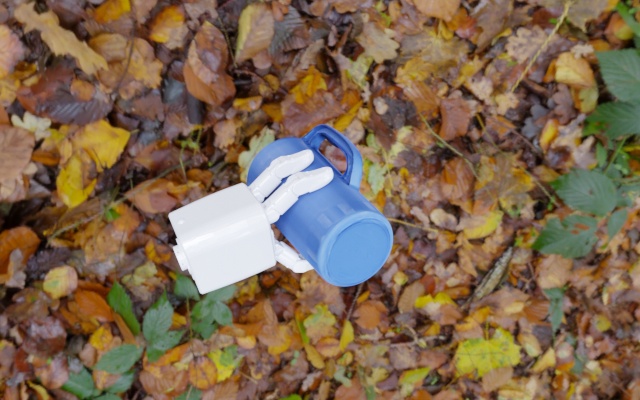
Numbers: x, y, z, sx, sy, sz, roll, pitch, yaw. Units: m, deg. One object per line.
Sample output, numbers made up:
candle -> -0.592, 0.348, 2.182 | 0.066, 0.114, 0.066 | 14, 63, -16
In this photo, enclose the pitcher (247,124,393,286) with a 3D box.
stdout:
pitcher -> 0.000, 0.002, 0.671 | 0.145, 0.149, 0.242 | -21, 34, -18
